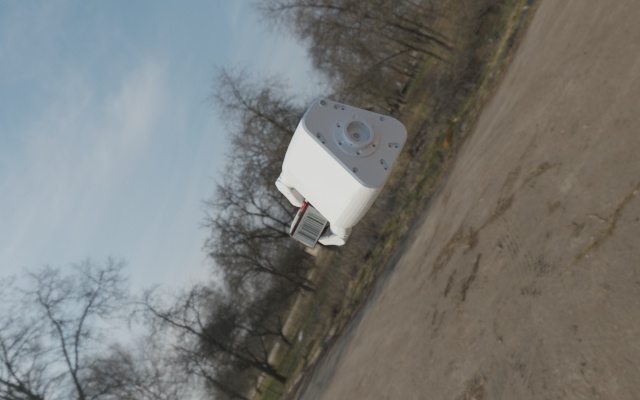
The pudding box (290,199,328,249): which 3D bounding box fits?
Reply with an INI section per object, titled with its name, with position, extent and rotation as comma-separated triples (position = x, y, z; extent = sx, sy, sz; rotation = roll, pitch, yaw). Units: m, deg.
[pudding box]
position = 0.000, 0.002, 0.634
extent = 0.039, 0.113, 0.090
rotation = 30, 1, -3
